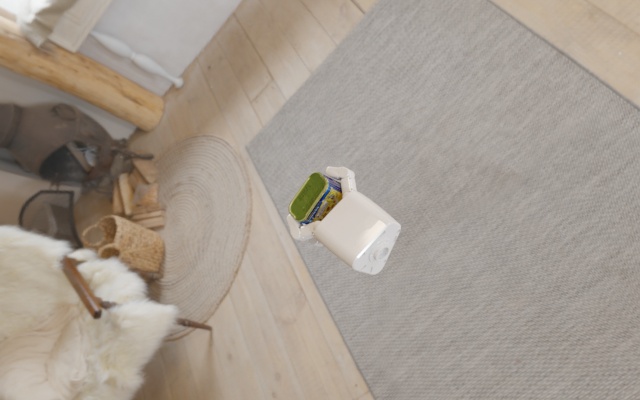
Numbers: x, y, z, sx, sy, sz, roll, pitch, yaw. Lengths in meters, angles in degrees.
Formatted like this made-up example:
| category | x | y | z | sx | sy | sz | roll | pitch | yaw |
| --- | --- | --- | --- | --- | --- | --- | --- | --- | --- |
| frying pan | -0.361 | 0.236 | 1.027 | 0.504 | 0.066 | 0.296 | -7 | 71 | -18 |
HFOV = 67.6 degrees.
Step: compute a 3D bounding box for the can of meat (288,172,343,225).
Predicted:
| category | x | y | z | sx | sy | sz | roll | pitch | yaw |
| --- | --- | --- | --- | --- | --- | --- | --- | --- | --- |
| can of meat | 0.000 | 0.003 | 0.898 | 0.084 | 0.102 | 0.057 | 23 | 15 | -50 |
